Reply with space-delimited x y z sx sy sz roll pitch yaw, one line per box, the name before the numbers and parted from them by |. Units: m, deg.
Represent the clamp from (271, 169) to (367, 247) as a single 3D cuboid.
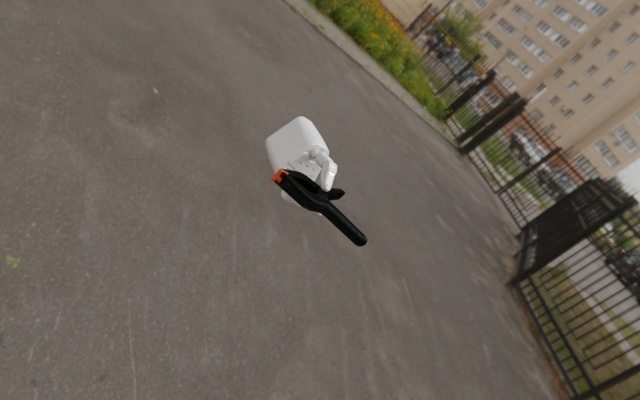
clamp | 0.000 0.002 0.897 0.210 0.036 0.164 26 25 -40
